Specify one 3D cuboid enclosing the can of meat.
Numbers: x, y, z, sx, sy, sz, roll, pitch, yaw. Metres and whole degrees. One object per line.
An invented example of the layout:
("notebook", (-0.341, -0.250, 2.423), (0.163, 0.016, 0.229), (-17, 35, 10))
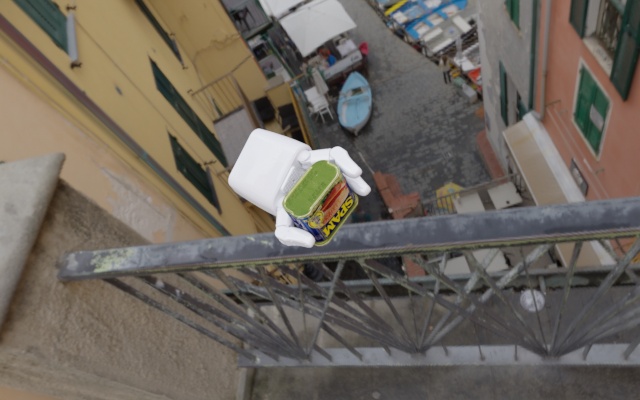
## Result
("can of meat", (0.000, 0.002, 0.696), (0.057, 0.102, 0.084), (29, -17, 34))
